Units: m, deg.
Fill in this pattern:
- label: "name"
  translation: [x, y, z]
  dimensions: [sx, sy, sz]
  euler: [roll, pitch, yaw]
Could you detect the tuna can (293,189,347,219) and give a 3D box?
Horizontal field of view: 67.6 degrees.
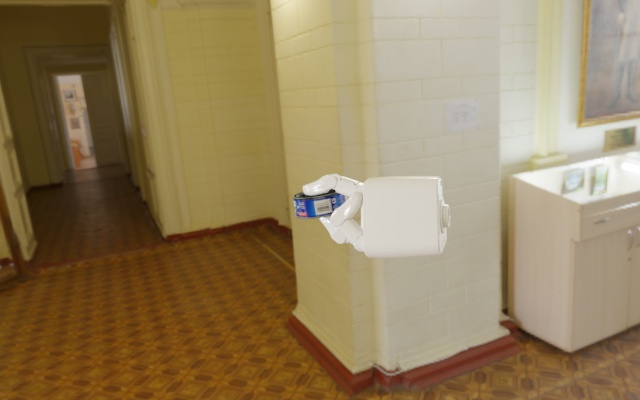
- label: "tuna can"
  translation: [0.000, 0.002, 0.758]
  dimensions: [0.086, 0.034, 0.086]
  euler: [-9, 10, 2]
